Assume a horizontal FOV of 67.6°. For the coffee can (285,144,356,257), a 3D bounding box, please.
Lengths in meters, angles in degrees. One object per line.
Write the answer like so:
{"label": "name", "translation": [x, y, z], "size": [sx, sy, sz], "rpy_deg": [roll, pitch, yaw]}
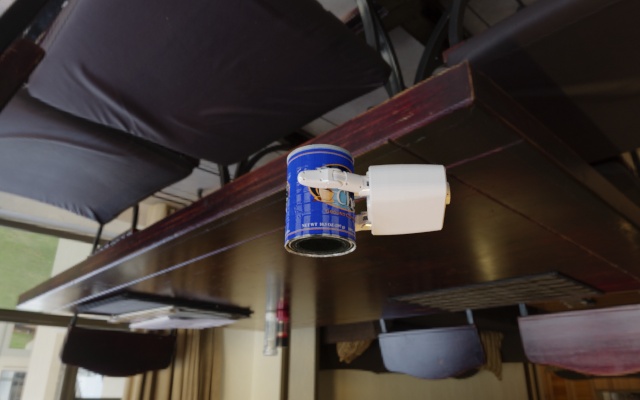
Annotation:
{"label": "coffee can", "translation": [0.000, 0.002, 0.706], "size": [0.103, 0.140, 0.103], "rpy_deg": [0, -22, 0]}
